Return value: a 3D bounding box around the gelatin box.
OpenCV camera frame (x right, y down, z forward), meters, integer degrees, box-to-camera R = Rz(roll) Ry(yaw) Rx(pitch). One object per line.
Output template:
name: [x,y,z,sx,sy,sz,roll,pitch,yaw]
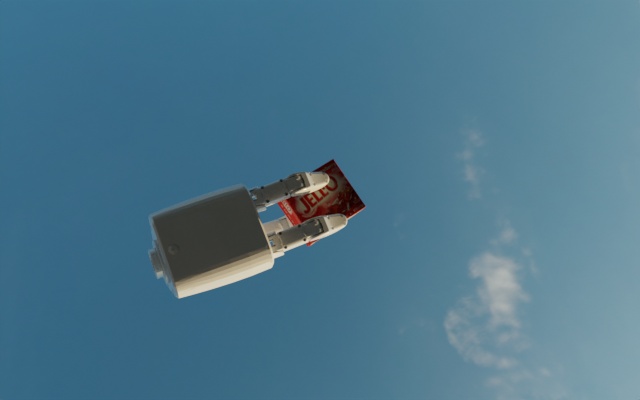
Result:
gelatin box: [0.000,0.002,0.582,0.089,0.073,0.030,-32,-4,-30]
